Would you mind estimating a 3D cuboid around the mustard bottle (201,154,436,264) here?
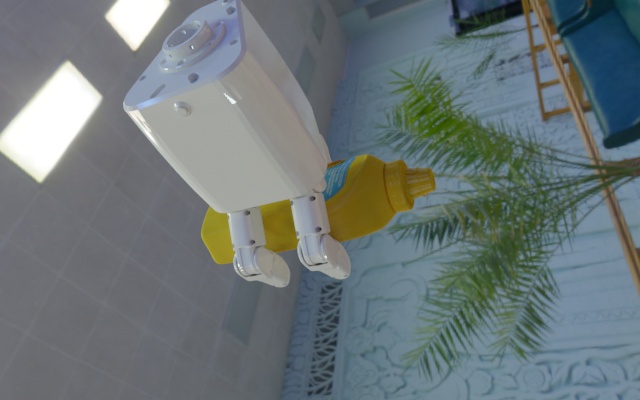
[{"bbox_3d":[0.000,0.002,0.403,0.191,0.058,0.096,-12,24,23],"label":"mustard bottle"}]
